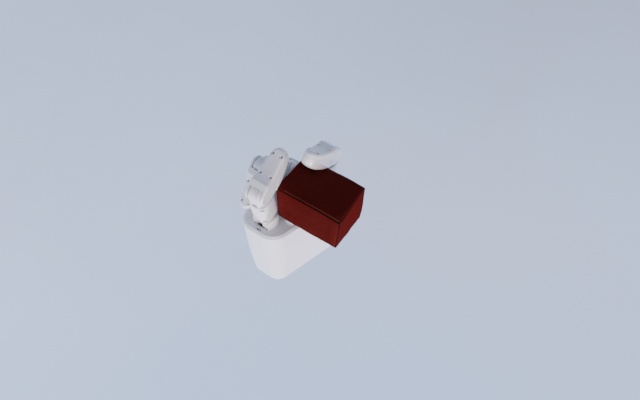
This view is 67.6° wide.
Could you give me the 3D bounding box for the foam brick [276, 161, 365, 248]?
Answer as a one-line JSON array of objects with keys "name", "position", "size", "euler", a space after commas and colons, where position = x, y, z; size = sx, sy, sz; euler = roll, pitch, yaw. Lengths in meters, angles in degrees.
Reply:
[{"name": "foam brick", "position": [0.000, 0.002, 0.501], "size": [0.078, 0.053, 0.051], "euler": [29, -32, 19]}]
